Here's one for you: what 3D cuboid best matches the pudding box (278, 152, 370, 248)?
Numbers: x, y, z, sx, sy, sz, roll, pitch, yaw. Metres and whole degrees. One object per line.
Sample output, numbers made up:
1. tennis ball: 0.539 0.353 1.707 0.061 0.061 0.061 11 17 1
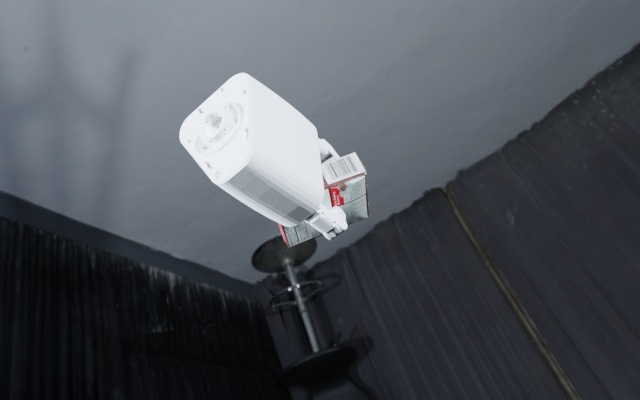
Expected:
1. pudding box: 0.000 0.002 0.566 0.113 0.039 0.090 -19 -36 -6
